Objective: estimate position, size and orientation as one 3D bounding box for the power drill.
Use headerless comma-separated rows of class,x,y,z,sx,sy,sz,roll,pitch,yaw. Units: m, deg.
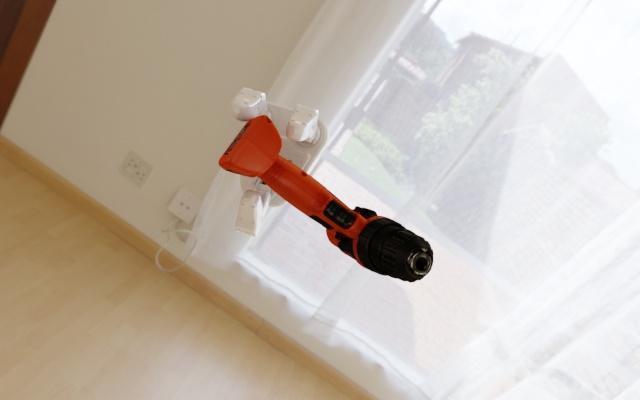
power drill,0.000,0.001,0.439,0.188,0.057,0.184,39,-8,-17
